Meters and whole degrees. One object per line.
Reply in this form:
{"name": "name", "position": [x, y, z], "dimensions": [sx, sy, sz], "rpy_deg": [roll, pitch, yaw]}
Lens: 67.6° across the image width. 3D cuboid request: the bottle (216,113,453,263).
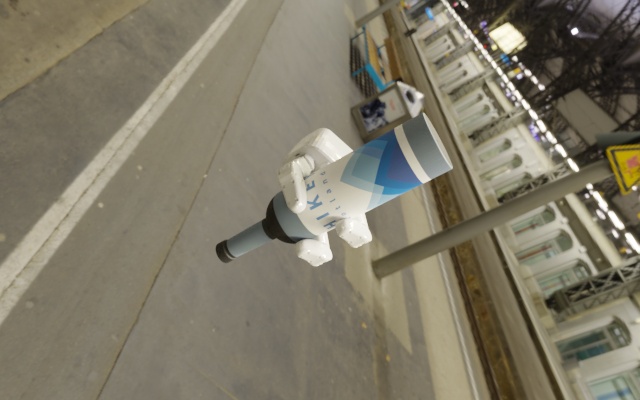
{"name": "bottle", "position": [0.000, 0.002, 0.547], "dimensions": [0.296, 0.069, 0.069], "rpy_deg": [-28, -10, 20]}
